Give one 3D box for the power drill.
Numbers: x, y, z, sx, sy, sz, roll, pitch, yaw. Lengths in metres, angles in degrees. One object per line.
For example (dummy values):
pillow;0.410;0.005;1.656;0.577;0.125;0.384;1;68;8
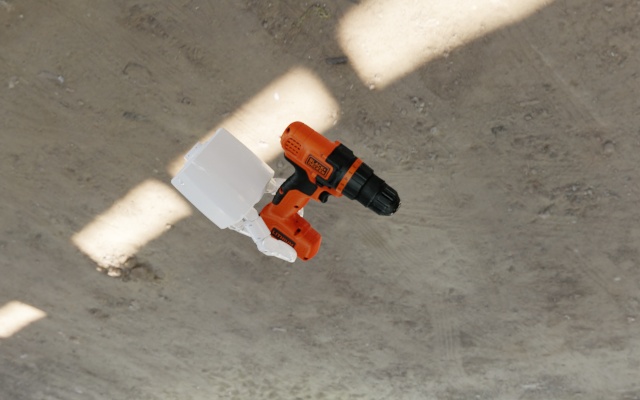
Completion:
power drill;0.000;0.002;0.680;0.184;0.188;0.057;37;39;6
